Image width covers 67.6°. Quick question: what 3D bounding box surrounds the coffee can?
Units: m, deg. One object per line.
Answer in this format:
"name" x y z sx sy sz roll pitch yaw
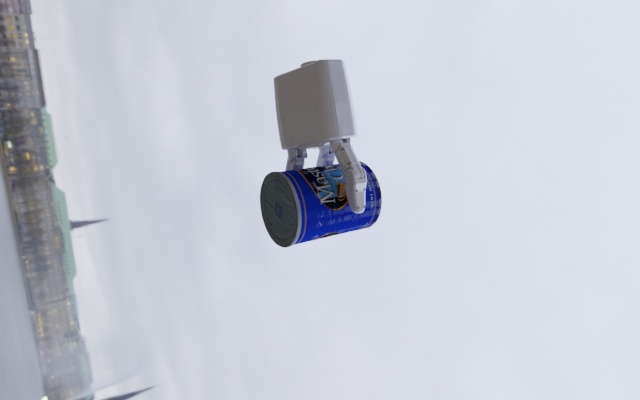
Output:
"coffee can" 0.000 0.002 0.673 0.140 0.103 0.103 -10 6 -33
